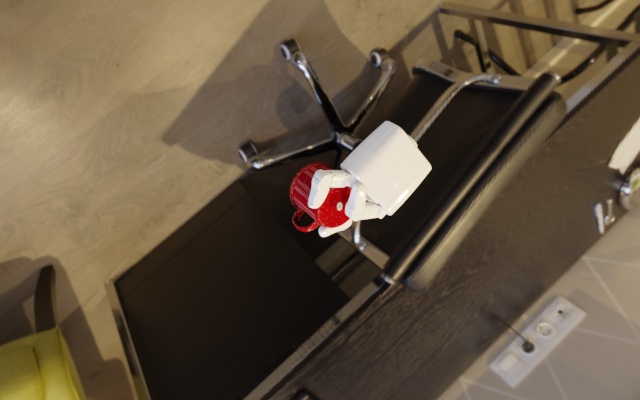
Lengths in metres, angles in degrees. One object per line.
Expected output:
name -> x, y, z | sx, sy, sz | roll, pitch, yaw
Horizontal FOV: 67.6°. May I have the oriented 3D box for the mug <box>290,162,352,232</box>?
mug -> -0.001, 0.004, 0.794 | 0.093, 0.117, 0.081 | 45, -4, -41
